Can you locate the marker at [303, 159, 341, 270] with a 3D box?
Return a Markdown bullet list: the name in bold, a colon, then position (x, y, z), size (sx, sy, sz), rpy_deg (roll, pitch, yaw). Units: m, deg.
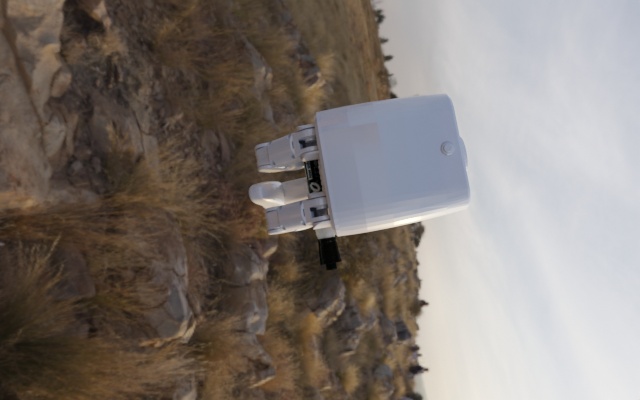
- **marker**: position (0.000, 0.001, 0.424), size (0.020, 0.121, 0.020), rpy_deg (-10, -5, -1)
